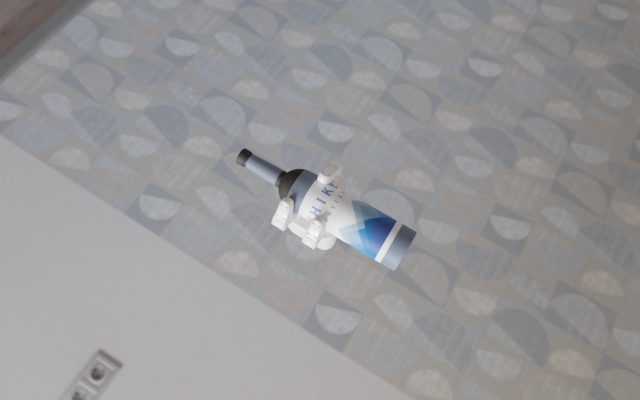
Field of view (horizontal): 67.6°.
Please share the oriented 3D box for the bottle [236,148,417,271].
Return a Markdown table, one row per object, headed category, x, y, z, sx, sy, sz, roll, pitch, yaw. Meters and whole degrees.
| category | x | y | z | sx | sy | sz | roll | pitch | yaw |
| --- | --- | --- | --- | --- | --- | --- | --- | --- | --- |
| bottle | 0.000 | 0.002 | 0.727 | 0.295 | 0.069 | 0.069 | 30 | 5 | 10 |
